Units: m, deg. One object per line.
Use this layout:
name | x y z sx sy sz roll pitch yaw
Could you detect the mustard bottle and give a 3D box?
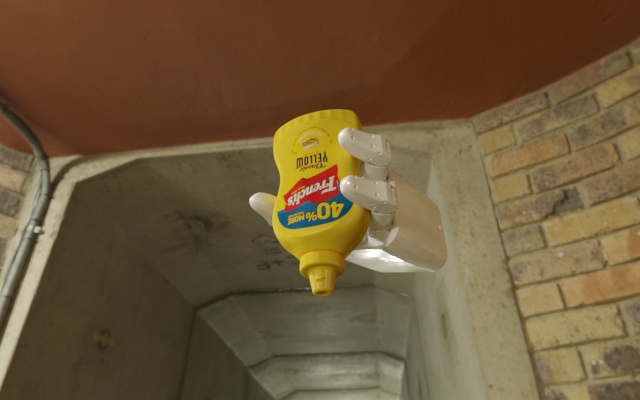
mustard bottle | 0.000 0.001 0.472 0.096 0.191 0.058 -11 -33 15
